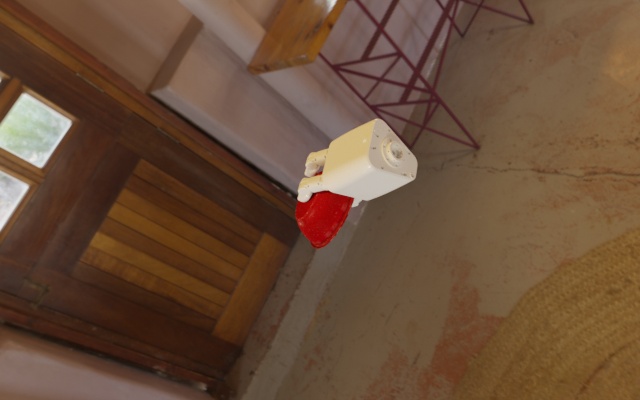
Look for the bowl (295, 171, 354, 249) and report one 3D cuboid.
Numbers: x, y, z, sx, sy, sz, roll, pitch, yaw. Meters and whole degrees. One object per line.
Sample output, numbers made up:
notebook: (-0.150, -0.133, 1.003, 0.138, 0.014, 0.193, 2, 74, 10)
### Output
bowl: (-0.001, 0.003, 0.864, 0.055, 0.162, 0.162, 25, -8, -19)
